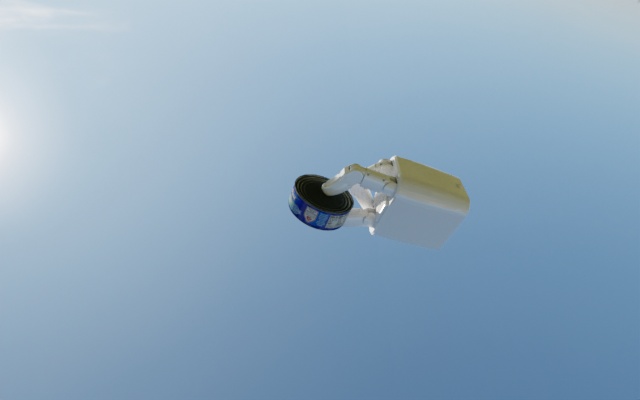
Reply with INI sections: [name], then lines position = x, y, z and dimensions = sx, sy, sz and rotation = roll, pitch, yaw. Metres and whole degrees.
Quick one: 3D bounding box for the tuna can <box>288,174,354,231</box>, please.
[tuna can]
position = 0.000, 0.003, 0.653
dimensions = 0.086, 0.034, 0.086
rotation = 17, 32, -11
